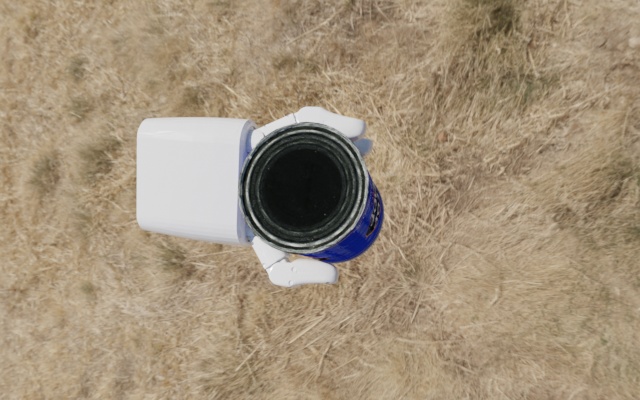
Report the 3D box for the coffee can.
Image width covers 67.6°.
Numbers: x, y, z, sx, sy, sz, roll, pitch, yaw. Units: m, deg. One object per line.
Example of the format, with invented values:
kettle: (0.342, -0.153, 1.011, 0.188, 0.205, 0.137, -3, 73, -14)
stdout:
coffee can: (0.000, 0.002, 0.426, 0.103, 0.103, 0.140, 0, -10, 12)
